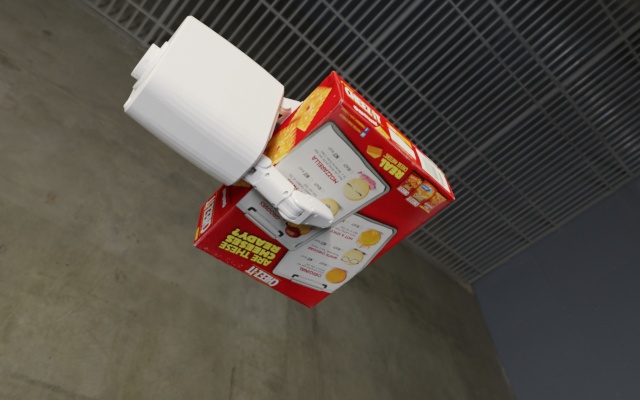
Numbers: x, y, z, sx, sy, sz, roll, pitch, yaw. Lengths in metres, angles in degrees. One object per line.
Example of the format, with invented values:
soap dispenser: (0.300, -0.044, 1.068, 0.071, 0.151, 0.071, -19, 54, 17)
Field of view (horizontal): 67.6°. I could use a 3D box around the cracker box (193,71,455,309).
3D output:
cracker box: (0.000, 0.002, 0.497, 0.164, 0.072, 0.214, 35, -62, -28)
